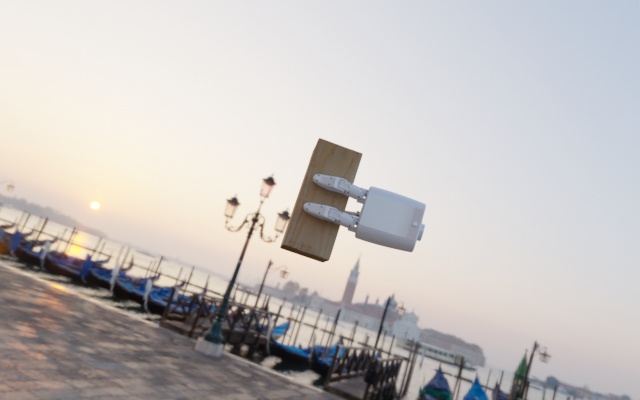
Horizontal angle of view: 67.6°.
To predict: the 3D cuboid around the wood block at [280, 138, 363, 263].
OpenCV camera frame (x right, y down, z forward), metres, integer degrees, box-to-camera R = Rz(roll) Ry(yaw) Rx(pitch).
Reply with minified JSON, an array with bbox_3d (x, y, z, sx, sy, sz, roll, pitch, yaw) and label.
[{"bbox_3d":[0.001,0.003,0.895,0.090,0.206,0.091,19,-12,-4],"label":"wood block"}]
